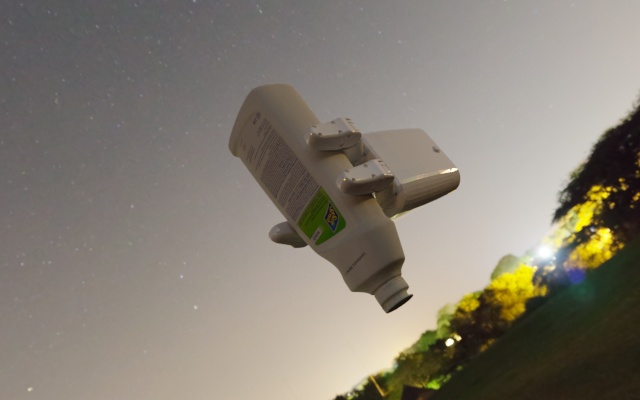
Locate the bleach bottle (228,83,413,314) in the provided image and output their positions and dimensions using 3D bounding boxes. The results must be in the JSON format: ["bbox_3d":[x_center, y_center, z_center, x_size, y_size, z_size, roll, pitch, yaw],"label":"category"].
[{"bbox_3d":[0.000,0.001,0.470,0.068,0.250,0.103,-15,-30,-38],"label":"bleach bottle"}]
